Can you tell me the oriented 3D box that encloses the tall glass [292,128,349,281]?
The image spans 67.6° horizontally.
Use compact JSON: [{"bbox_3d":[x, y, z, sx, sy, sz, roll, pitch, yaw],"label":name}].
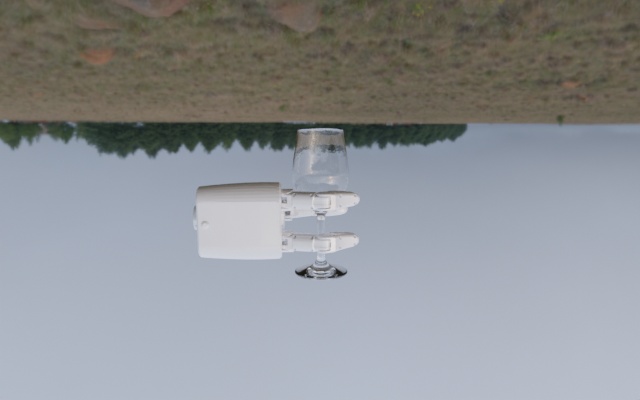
[{"bbox_3d":[0.000,0.003,0.655,0.079,0.201,0.079,0,9,0],"label":"tall glass"}]
